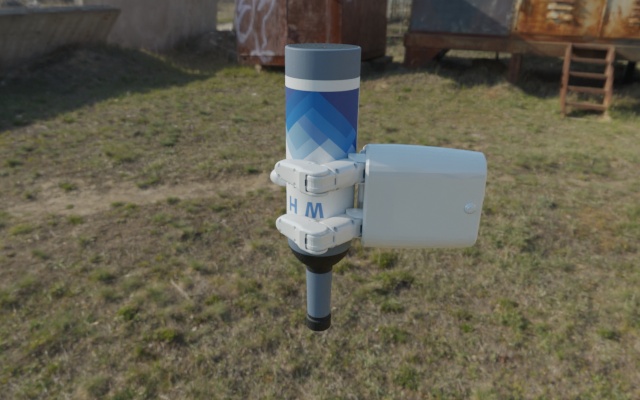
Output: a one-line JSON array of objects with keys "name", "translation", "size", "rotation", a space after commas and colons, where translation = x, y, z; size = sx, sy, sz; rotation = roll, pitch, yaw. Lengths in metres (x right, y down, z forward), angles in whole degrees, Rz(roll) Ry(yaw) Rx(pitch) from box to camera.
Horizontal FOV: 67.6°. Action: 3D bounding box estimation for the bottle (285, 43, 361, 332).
[{"name": "bottle", "translation": [0.000, 0.001, 0.473], "size": [0.069, 0.296, 0.069], "rotation": [1, 23, 0]}]
